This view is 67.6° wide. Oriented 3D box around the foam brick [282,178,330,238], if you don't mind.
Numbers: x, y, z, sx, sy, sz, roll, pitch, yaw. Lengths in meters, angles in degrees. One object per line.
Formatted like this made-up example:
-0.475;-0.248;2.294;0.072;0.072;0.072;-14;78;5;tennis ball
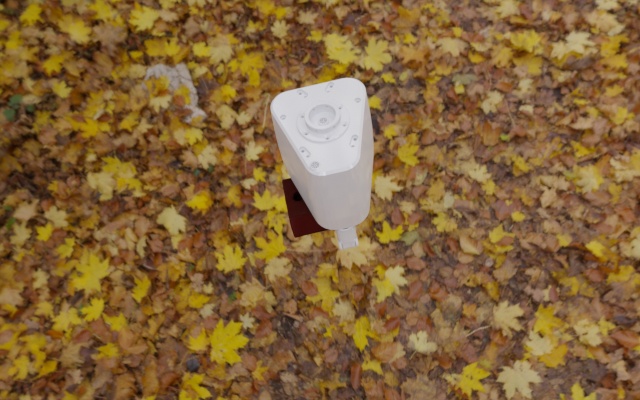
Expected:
0.000;0.002;0.545;0.078;0.053;0.051;-13;-30;1;foam brick
